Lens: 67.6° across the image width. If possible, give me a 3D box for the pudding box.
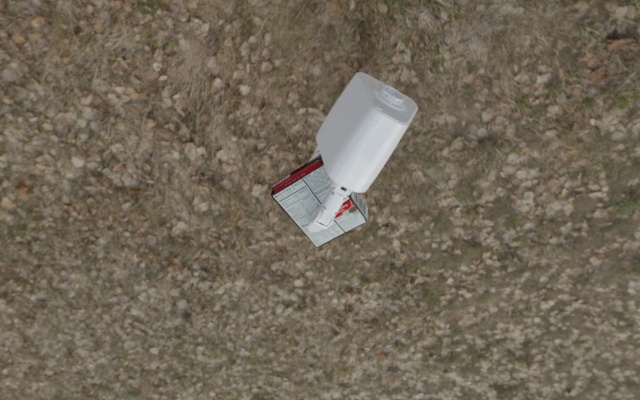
[{"bbox_3d":[0.000,0.002,0.658,0.090,0.113,0.039,-29,26,20],"label":"pudding box"}]
